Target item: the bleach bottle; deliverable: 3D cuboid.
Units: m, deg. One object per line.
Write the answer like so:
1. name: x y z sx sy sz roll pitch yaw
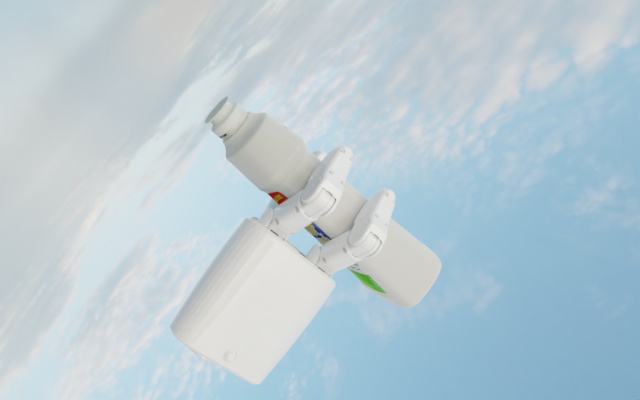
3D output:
1. bleach bottle: 0.000 0.001 0.436 0.251 0.068 0.102 41 -9 -25
